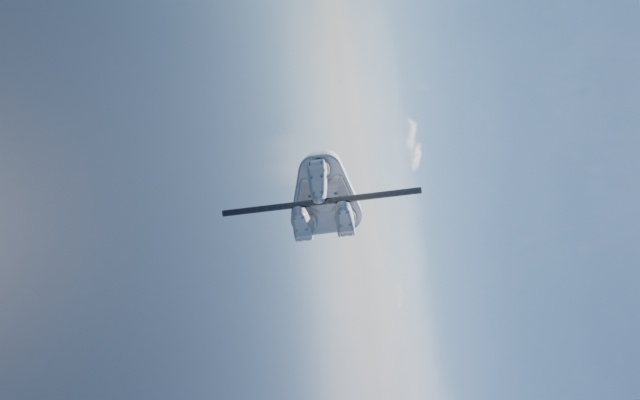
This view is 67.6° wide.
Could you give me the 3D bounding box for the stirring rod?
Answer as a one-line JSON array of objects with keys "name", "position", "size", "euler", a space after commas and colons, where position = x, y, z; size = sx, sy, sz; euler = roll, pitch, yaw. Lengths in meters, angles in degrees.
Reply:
[{"name": "stirring rod", "position": [0.000, 0.002, 0.574], "size": [0.239, 0.011, 0.011], "euler": [-7, -1, 4]}]
